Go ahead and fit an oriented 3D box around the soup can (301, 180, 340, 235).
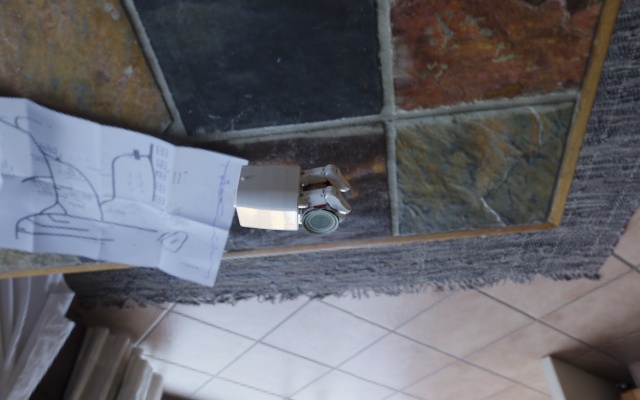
[{"bbox_3d":[0.001,0.003,0.852,0.068,0.102,0.069,0,-45,0],"label":"soup can"}]
